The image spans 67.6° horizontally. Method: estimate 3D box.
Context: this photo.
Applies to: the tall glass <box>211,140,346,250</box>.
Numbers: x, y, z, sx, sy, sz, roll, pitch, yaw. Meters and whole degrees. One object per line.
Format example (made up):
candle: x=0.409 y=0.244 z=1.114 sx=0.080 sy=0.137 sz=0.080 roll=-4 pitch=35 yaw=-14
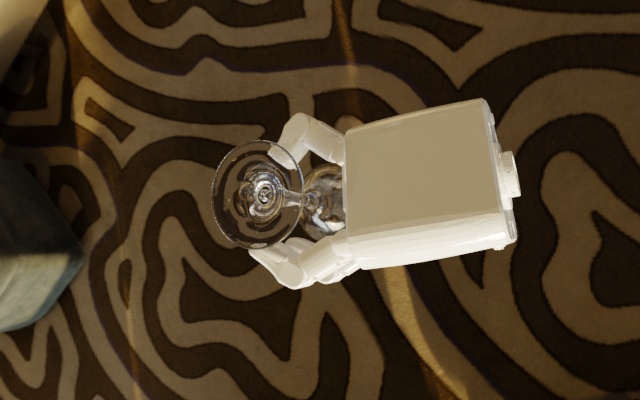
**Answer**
tall glass: x=0.000 y=0.001 z=0.409 sx=0.079 sy=0.079 sz=0.201 roll=0 pitch=-3 yaw=26
